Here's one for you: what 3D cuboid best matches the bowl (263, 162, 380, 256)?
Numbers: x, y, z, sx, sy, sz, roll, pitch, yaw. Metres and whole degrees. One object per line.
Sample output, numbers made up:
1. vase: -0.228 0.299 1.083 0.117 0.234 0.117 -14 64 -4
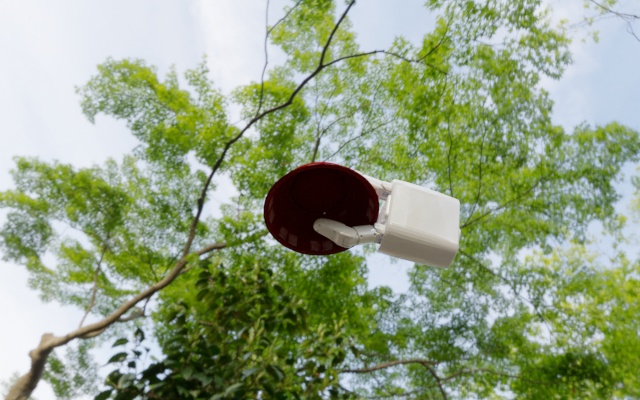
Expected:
1. bowl: -0.001 0.001 0.678 0.162 0.162 0.055 0 37 -4
